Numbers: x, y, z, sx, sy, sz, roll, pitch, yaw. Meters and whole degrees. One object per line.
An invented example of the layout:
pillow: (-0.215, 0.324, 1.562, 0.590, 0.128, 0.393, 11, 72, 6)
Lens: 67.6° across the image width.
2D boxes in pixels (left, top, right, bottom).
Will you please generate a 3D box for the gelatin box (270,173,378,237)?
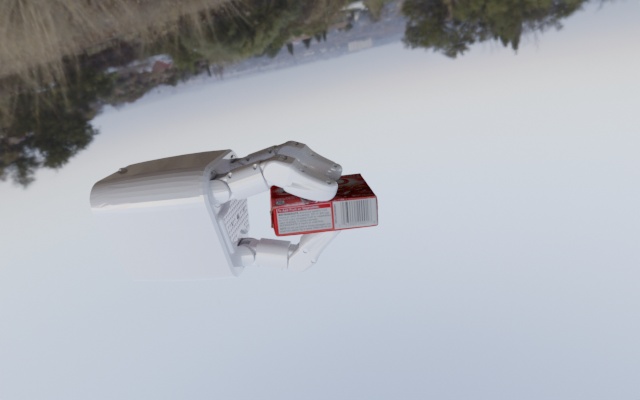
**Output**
gelatin box: (0.000, 0.002, 0.422, 0.089, 0.030, 0.073, -6, 18, -4)
